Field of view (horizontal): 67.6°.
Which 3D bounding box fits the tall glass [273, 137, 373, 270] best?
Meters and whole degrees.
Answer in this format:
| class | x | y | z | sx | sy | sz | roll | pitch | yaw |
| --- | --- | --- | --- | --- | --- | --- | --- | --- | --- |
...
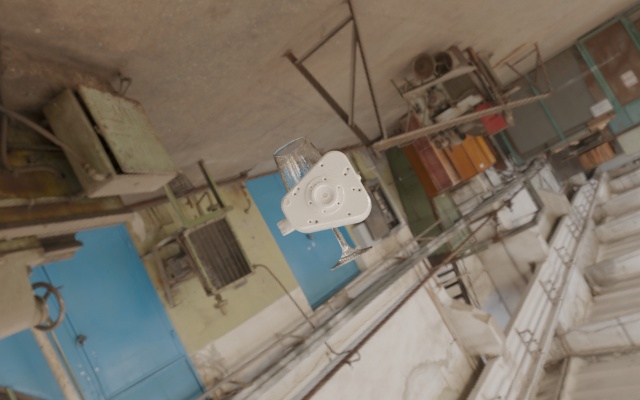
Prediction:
| class | x | y | z | sx | sy | sz | roll | pitch | yaw |
| --- | --- | --- | --- | --- | --- | --- | --- | --- | --- |
| tall glass | 0.000 | 0.003 | 0.741 | 0.079 | 0.201 | 0.079 | -29 | -5 | -3 |
